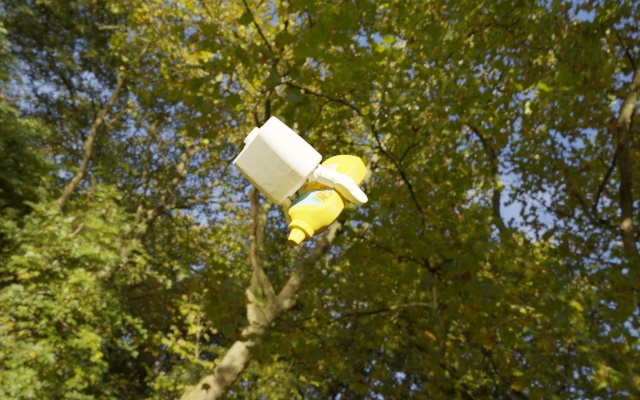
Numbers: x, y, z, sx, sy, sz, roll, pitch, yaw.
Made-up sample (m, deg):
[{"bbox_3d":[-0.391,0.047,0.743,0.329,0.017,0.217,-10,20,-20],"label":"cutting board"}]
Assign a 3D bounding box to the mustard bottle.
[{"bbox_3d":[0.000,0.003,0.804,0.096,0.058,0.191,-6,37,41],"label":"mustard bottle"}]
